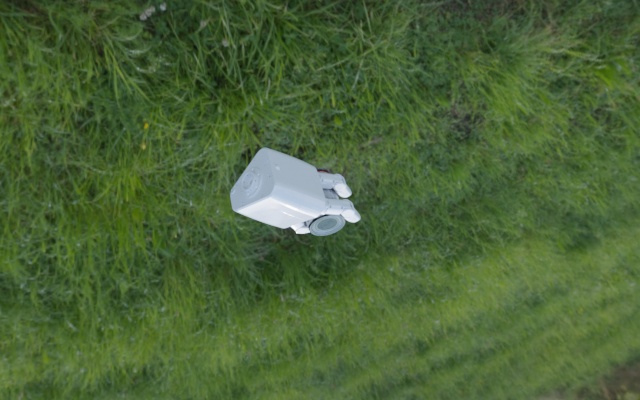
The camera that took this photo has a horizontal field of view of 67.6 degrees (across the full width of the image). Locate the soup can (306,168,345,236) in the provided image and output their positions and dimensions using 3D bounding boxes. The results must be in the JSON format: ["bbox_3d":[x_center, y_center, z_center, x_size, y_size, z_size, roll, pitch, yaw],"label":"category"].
[{"bbox_3d":[0.000,0.003,0.851,0.068,0.102,0.069,-11,-34,-8],"label":"soup can"}]
